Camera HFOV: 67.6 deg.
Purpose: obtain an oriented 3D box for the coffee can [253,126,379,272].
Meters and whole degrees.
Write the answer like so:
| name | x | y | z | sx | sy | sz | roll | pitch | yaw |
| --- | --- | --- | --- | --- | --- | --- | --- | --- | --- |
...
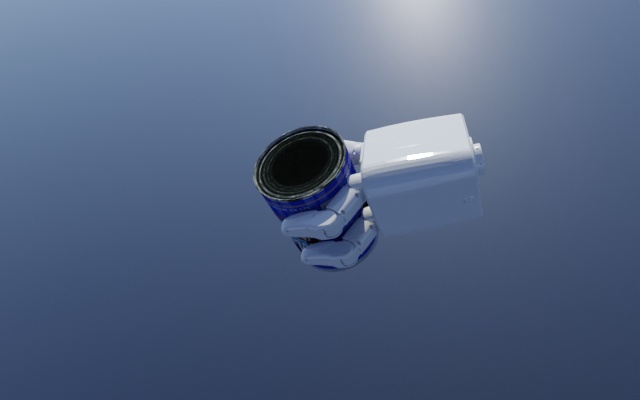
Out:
| name | x | y | z | sx | sy | sz | roll | pitch | yaw |
| --- | --- | --- | --- | --- | --- | --- | --- | --- | --- |
| coffee can | 0.000 | 0.002 | 0.538 | 0.103 | 0.102 | 0.140 | 0 | -37 | 24 |
